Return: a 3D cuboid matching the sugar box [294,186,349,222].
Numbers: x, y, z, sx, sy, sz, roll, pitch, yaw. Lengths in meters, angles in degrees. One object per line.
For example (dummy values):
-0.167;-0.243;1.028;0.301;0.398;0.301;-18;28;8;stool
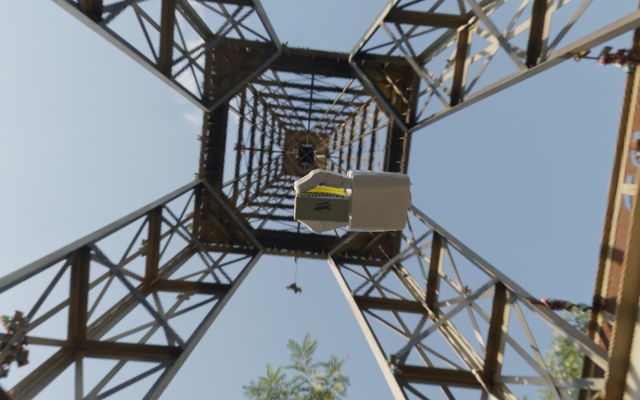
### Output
0.000;0.002;0.880;0.093;0.048;0.176;3;6;-3;sugar box
